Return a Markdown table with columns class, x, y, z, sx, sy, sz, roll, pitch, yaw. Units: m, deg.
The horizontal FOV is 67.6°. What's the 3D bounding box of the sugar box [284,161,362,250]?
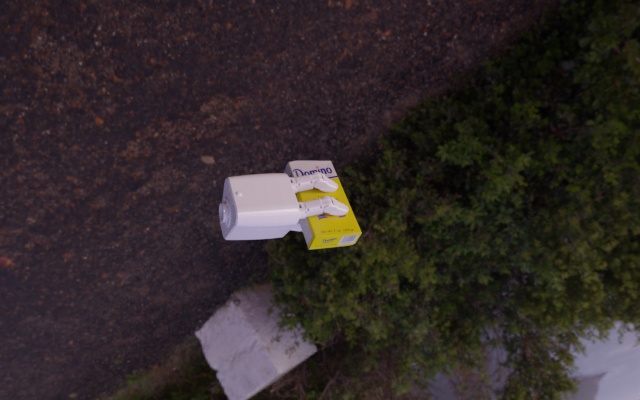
| class | x | y | z | sx | sy | sz | roll | pitch | yaw |
| --- | --- | --- | --- | --- | --- | --- | --- | --- | --- |
| sugar box | 0.000 | 0.003 | 0.870 | 0.093 | 0.176 | 0.048 | -3 | -36 | -26 |
